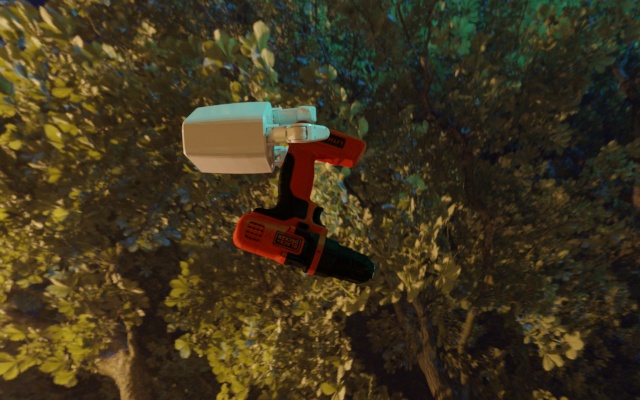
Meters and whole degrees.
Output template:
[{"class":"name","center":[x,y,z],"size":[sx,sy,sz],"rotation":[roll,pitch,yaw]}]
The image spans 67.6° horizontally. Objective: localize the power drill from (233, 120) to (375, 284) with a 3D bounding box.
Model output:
[{"class":"power drill","center":[0.000,0.002,0.622],"size":[0.184,0.187,0.057],"rotation":[19,-17,-6]}]
